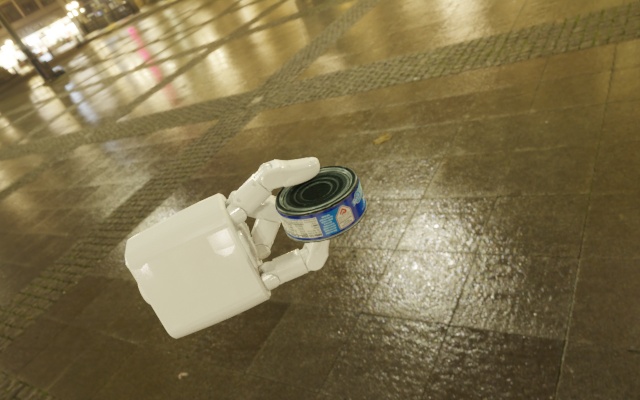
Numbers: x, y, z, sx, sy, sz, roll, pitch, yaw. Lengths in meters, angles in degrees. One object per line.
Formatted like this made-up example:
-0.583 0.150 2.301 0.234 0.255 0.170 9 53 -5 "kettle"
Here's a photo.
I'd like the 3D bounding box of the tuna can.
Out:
0.000 0.001 0.462 0.086 0.034 0.086 -16 30 9 "tuna can"
